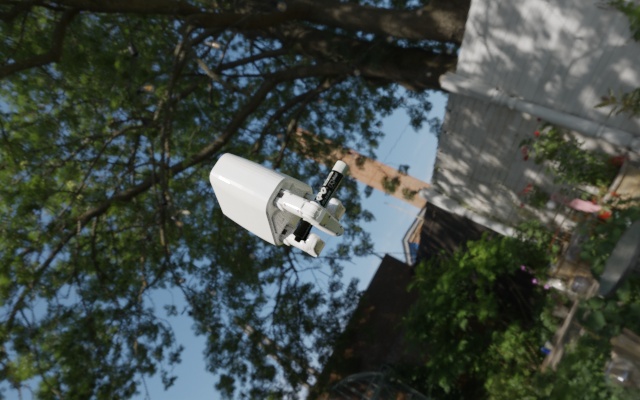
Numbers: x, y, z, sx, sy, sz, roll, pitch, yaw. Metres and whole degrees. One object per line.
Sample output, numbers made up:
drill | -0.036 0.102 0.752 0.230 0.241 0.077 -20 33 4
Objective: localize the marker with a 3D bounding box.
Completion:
marker | 0.000 0.002 0.620 0.020 0.121 0.020 29 -14 8
